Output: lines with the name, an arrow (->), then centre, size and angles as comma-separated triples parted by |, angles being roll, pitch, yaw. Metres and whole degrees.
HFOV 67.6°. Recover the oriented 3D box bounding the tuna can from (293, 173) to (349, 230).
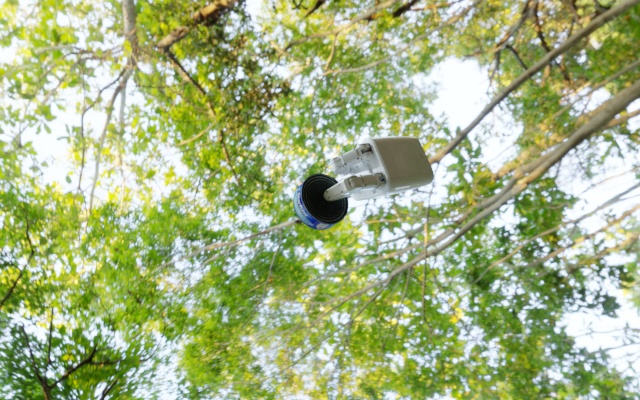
tuna can -> 0.000, 0.003, 0.756 | 0.086, 0.086, 0.034 | 0, -23, -32
